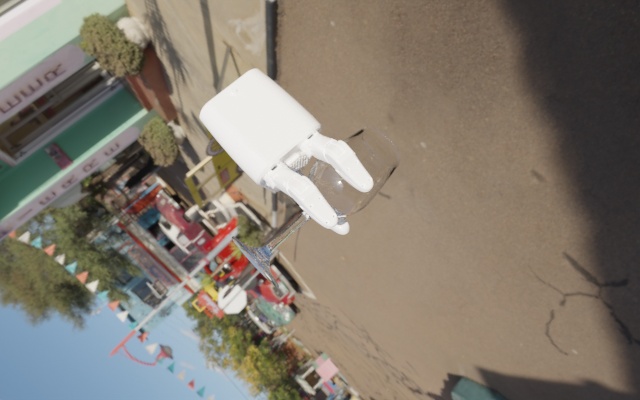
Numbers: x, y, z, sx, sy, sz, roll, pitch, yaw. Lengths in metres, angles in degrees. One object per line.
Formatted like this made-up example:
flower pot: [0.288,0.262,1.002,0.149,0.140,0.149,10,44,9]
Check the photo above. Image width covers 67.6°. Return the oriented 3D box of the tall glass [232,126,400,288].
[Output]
tall glass: [0.000,0.002,0.538,0.201,0.079,0.079,-42,12,-14]
